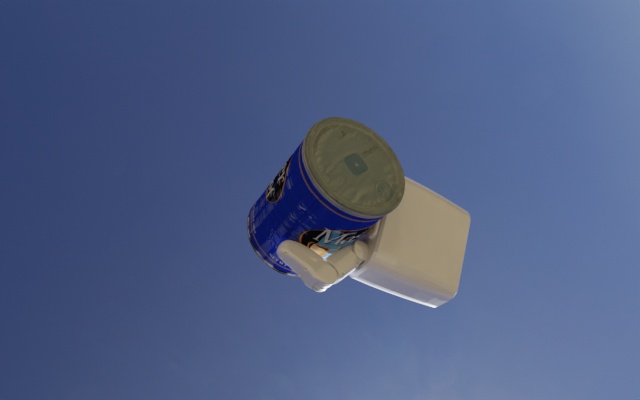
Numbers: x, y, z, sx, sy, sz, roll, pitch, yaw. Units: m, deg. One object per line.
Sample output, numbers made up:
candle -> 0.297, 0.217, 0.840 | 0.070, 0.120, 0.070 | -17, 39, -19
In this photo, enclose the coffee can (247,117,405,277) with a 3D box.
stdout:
coffee can -> 0.000, 0.001, 0.469 | 0.103, 0.102, 0.140 | 0, -29, -32
